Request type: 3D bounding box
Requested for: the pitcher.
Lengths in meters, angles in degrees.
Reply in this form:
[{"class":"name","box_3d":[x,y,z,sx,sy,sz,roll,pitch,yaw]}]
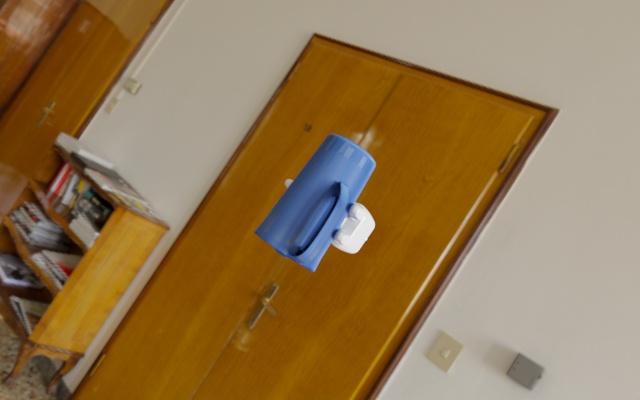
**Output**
[{"class":"pitcher","box_3d":[0.000,0.003,0.882,0.149,0.243,0.145,32,-4,24]}]
